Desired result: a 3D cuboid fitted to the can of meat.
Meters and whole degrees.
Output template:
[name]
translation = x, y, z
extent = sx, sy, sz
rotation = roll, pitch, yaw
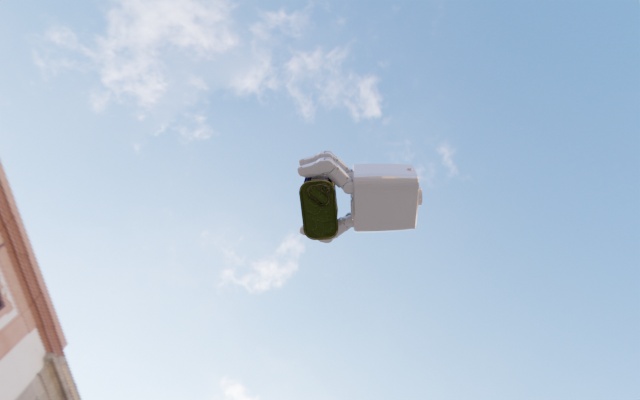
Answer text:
[can of meat]
translation = 0.000, 0.003, 0.801
extent = 0.057, 0.102, 0.084
rotation = -4, 20, 6
